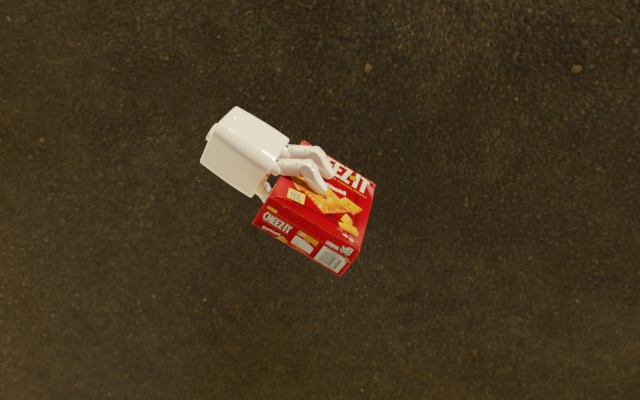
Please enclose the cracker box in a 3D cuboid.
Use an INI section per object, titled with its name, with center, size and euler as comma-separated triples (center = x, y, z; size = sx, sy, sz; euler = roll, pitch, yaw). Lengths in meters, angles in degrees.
[cracker box]
center = 0.000, 0.003, 0.807
size = 0.164, 0.072, 0.213
euler = 32, 33, -6
